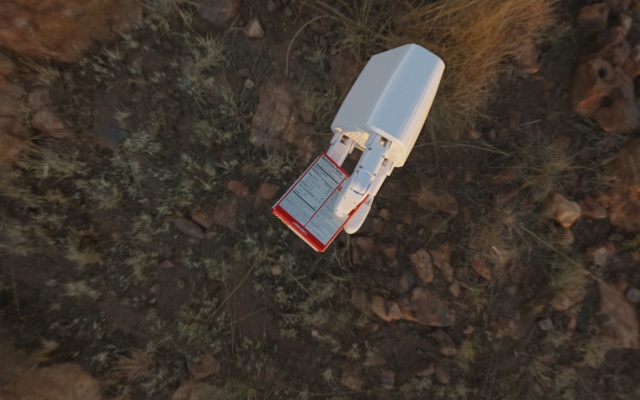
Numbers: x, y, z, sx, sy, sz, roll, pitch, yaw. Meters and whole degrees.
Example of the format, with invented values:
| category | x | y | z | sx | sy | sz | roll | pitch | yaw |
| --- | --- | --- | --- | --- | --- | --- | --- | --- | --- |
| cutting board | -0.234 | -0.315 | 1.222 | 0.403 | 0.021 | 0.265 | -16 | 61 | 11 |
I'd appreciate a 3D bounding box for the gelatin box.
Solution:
| category | x | y | z | sx | sy | sz | roll | pitch | yaw |
| --- | --- | --- | --- | --- | --- | --- | --- | --- | --- |
| gelatin box | 0.000 | 0.002 | 0.542 | 0.073 | 0.089 | 0.030 | 42 | -12 | -7 |
